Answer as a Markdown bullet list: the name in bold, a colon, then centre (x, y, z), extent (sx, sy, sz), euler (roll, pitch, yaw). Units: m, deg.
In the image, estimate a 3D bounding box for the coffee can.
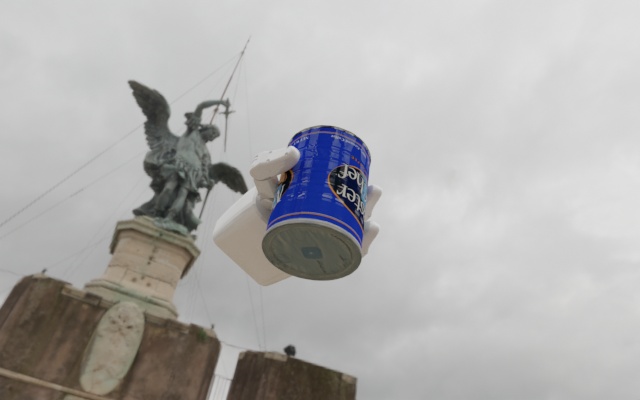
- **coffee can**: centre (0.000, 0.002, 0.526), extent (0.103, 0.140, 0.103), euler (6, -40, 5)
